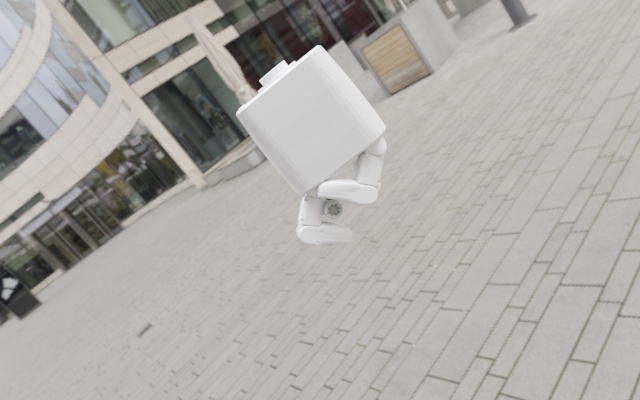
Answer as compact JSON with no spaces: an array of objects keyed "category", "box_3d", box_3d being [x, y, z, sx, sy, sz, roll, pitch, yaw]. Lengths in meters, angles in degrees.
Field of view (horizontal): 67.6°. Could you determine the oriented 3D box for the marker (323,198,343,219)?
[{"category":"marker","box_3d":[0.000,0.002,0.551,0.020,0.020,0.121,0,8,-14]}]
